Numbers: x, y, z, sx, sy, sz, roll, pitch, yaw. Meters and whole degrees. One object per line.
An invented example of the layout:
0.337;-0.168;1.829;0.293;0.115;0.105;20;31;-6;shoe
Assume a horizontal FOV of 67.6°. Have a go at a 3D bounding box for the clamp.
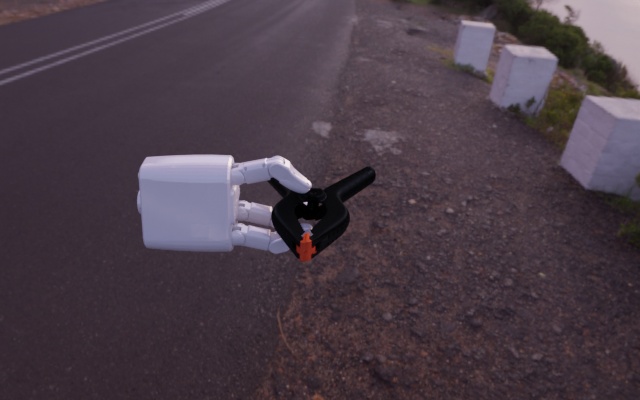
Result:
0.000;0.002;0.607;0.164;0.036;0.209;-1;31;-3;clamp
